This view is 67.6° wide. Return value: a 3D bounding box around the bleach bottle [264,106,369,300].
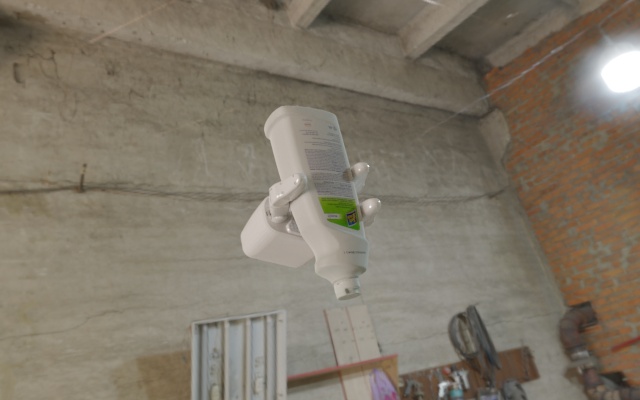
[{"bbox_3d":[0.000,0.002,0.609,0.102,0.250,0.068,1,-27,-31],"label":"bleach bottle"}]
